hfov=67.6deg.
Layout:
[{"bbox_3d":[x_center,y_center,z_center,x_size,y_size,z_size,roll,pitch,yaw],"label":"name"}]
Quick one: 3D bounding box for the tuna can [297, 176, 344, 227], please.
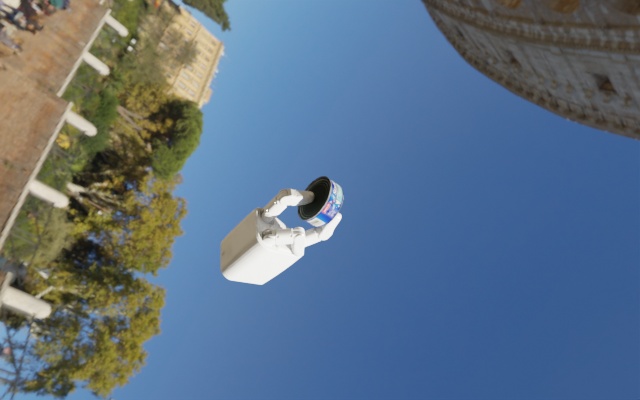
[{"bbox_3d":[0.001,0.003,0.831,0.034,0.086,0.086,32,-18,-30],"label":"tuna can"}]
